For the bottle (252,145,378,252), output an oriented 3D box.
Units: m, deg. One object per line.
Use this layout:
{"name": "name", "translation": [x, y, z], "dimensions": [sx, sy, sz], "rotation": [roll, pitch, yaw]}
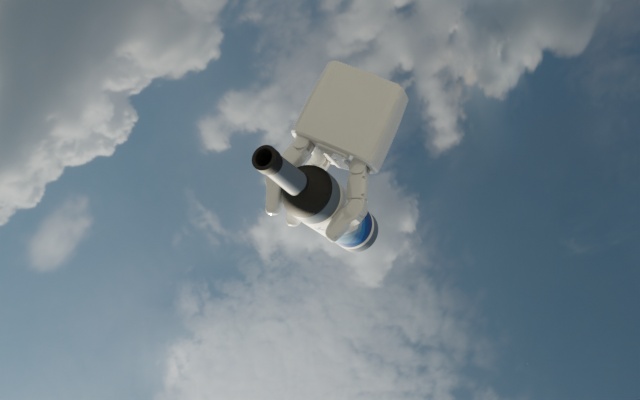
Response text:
{"name": "bottle", "translation": [0.000, 0.002, 0.595], "dimensions": [0.069, 0.069, 0.296], "rotation": [0, -17, 23]}
